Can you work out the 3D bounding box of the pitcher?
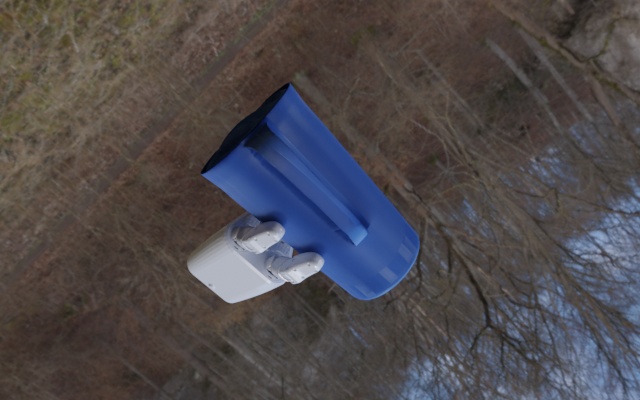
[{"bbox_3d":[0.000,0.002,0.527,0.145,0.243,0.149,-31,23,39],"label":"pitcher"}]
